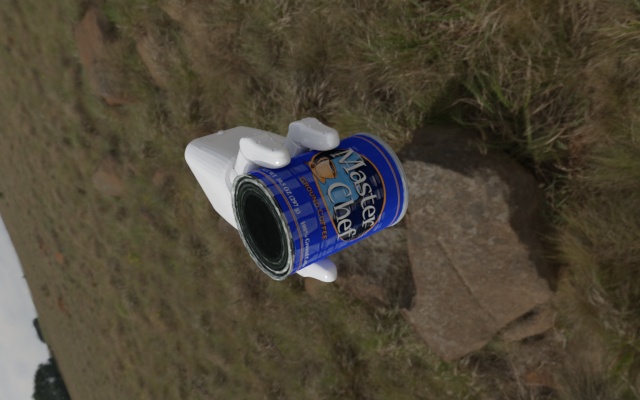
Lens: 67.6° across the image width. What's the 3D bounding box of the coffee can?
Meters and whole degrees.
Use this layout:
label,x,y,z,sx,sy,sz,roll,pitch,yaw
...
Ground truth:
label,x,y,z,sx,sy,sz,roll,pitch,yaw
coffee can,0.000,0.002,0.463,0.140,0.103,0.103,-23,12,-31
